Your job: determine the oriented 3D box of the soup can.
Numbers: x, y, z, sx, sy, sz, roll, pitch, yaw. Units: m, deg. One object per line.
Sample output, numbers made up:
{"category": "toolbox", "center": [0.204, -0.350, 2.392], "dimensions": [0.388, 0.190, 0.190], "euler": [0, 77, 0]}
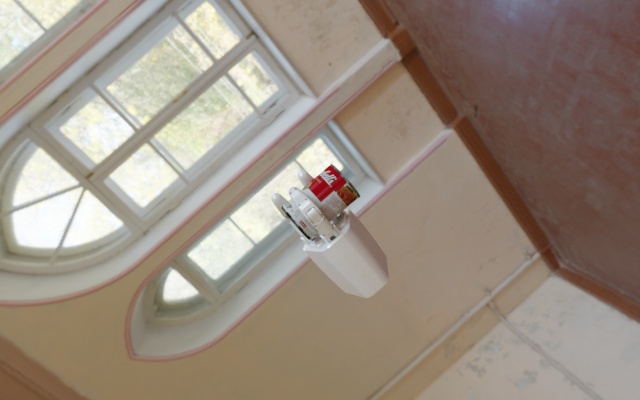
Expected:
{"category": "soup can", "center": [0.000, 0.002, 0.722], "dimensions": [0.102, 0.068, 0.068], "euler": [-41, 1, -1]}
